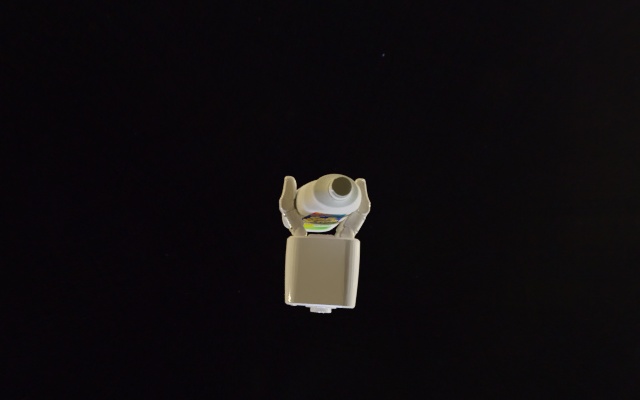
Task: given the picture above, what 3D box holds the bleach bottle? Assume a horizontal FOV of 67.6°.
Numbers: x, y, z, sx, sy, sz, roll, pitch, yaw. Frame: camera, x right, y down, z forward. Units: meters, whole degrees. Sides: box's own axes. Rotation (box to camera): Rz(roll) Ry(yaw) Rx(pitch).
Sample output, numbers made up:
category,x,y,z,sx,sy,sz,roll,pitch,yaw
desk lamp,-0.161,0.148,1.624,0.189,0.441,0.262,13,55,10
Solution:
category,x,y,z,sx,sy,sz,roll,pitch,yaw
bleach bottle,0.000,0.002,0.768,0.102,0.068,0.251,6,-11,-9
